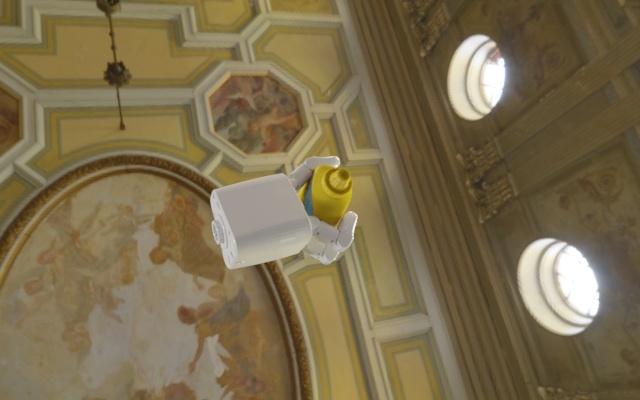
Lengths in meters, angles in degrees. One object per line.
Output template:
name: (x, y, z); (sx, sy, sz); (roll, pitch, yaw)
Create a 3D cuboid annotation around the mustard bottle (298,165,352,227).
mustard bottle: (0.000, 0.002, 0.702); (0.058, 0.096, 0.192); (11, -26, -15)
